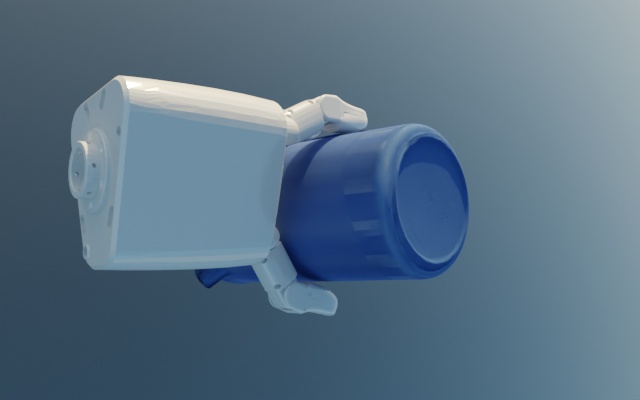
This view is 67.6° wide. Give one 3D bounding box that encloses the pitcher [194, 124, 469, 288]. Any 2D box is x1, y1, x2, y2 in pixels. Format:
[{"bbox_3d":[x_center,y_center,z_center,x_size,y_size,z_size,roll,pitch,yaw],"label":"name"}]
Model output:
[{"bbox_3d":[0.000,0.001,0.415,0.145,0.149,0.243,1,-6,-43],"label":"pitcher"}]
